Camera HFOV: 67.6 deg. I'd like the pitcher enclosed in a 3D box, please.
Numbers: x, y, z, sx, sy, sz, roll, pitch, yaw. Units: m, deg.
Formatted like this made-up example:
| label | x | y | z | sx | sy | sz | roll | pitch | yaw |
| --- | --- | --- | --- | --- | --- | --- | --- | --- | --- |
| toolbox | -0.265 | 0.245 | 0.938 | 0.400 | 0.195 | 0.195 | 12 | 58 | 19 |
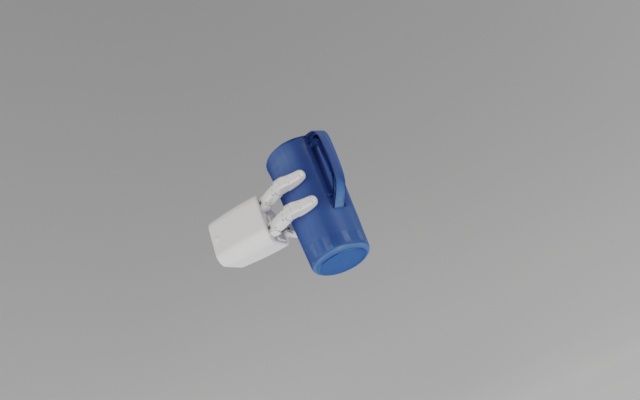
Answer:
| label | x | y | z | sx | sy | sz | roll | pitch | yaw |
| --- | --- | --- | --- | --- | --- | --- | --- | --- | --- |
| pitcher | 0.000 | 0.003 | 0.866 | 0.145 | 0.242 | 0.149 | -29 | -29 | 10 |
